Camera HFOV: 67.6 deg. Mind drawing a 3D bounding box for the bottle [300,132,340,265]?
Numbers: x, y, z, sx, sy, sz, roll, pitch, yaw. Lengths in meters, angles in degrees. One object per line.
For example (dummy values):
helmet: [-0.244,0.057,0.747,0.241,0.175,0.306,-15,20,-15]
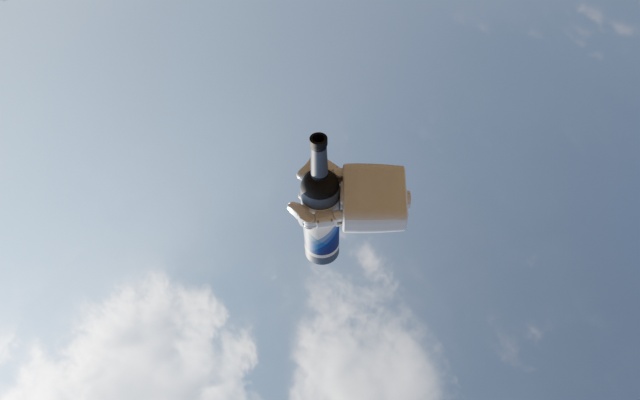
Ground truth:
bottle: [0.000,0.003,0.820,0.069,0.069,0.296,0,-40,2]
